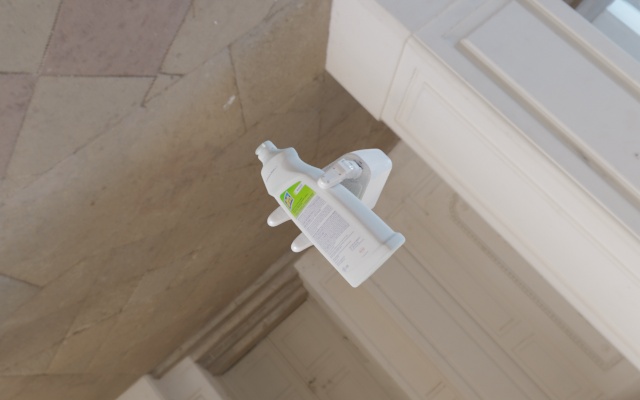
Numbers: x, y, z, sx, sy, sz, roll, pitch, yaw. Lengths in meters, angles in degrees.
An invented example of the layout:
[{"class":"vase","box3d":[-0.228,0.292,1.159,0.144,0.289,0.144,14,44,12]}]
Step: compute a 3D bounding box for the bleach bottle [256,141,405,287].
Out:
[{"class":"bleach bottle","box3d":[0.000,0.002,0.700,0.103,0.251,0.068,-50,-14,28]}]
